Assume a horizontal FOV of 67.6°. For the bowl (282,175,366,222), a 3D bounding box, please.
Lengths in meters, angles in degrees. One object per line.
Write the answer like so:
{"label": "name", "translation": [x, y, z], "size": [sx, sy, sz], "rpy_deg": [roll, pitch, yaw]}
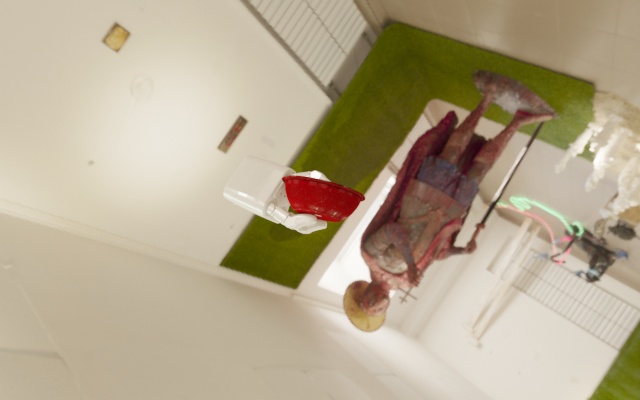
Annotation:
{"label": "bowl", "translation": [0.001, 0.003, 0.893], "size": [0.162, 0.055, 0.162], "rpy_deg": [13, -9, 2]}
